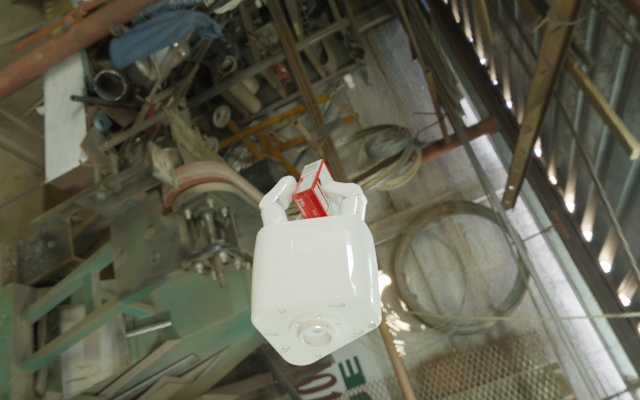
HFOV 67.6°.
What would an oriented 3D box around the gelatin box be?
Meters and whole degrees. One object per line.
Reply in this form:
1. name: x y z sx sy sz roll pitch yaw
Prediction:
1. gelatin box: 0.001 0.002 0.575 0.030 0.073 0.089 -20 23 18
